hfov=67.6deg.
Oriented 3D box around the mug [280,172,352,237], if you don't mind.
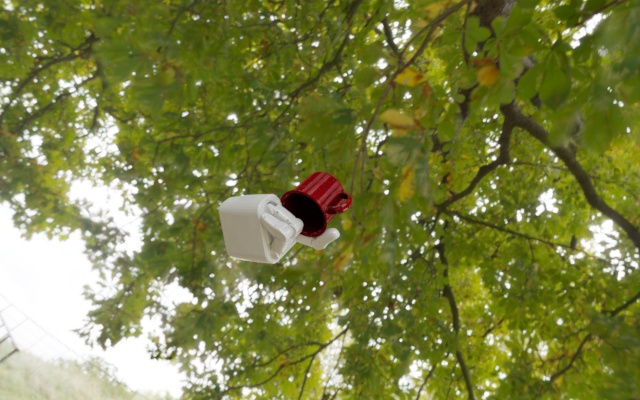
[{"bbox_3d":[0.001,0.002,0.815,0.117,0.093,0.081,-1,30,36],"label":"mug"}]
